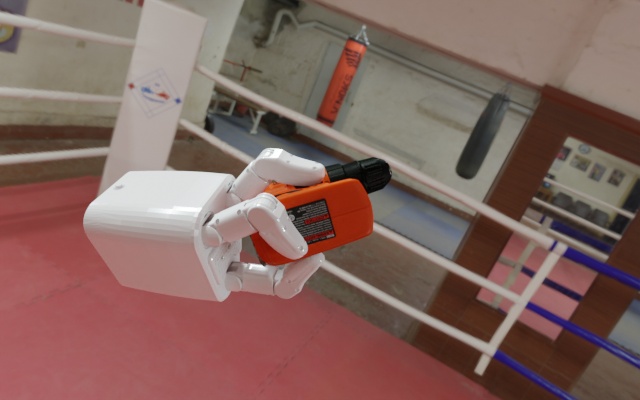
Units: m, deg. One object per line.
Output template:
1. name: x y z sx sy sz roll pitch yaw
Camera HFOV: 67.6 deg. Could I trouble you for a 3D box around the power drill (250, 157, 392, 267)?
1. power drill: 0.000 0.002 0.487 0.184 0.057 0.187 -19 8 -2
